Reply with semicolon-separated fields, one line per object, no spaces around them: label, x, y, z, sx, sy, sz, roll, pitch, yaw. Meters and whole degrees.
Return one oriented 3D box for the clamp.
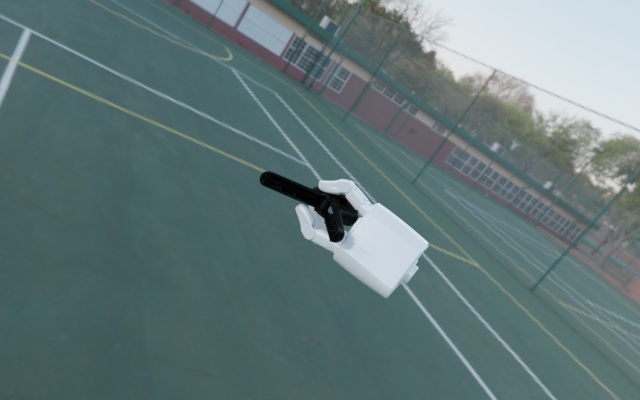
clamp;0.001;0.002;0.791;0.164;0.036;0.210;38;15;15
